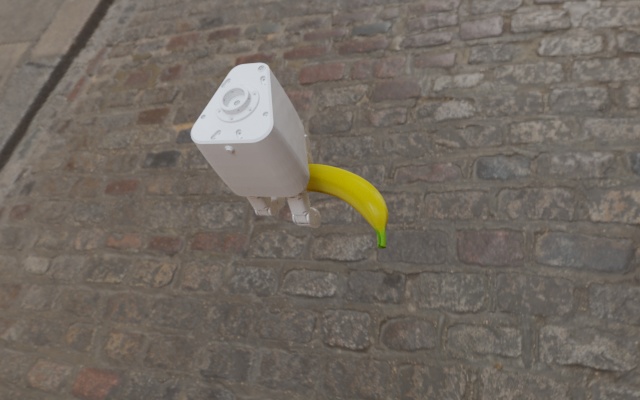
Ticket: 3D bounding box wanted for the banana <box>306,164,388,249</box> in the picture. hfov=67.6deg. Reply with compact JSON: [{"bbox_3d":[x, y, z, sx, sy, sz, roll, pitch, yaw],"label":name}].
[{"bbox_3d":[0.013,-0.012,0.622,0.197,0.069,0.037,27,-14,27],"label":"banana"}]
